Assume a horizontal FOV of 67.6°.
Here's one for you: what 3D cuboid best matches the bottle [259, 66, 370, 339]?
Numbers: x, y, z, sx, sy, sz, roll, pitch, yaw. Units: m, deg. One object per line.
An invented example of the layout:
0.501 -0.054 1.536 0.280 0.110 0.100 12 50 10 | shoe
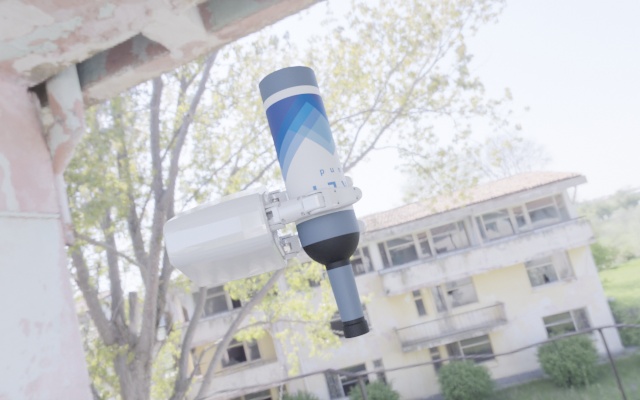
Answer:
0.000 0.001 0.525 0.069 0.295 0.069 -15 -9 -2 | bottle
